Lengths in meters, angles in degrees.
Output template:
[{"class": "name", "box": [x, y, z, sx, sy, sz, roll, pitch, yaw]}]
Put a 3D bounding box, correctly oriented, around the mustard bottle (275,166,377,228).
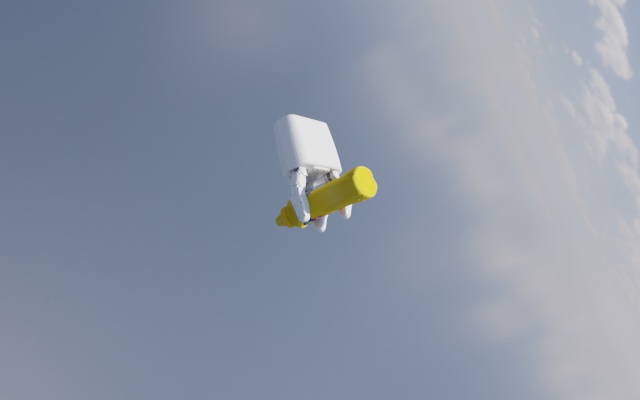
[{"class": "mustard bottle", "box": [0.000, 0.003, 0.842, 0.192, 0.058, 0.096, -25, 1, 25]}]
